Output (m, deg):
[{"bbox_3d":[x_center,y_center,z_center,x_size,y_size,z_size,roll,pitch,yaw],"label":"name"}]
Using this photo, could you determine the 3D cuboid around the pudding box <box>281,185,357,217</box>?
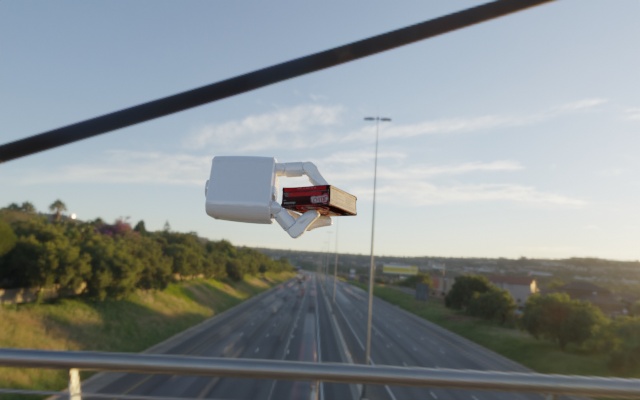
[{"bbox_3d":[0.000,0.002,0.804,0.090,0.039,0.113,-2,-9,28],"label":"pudding box"}]
